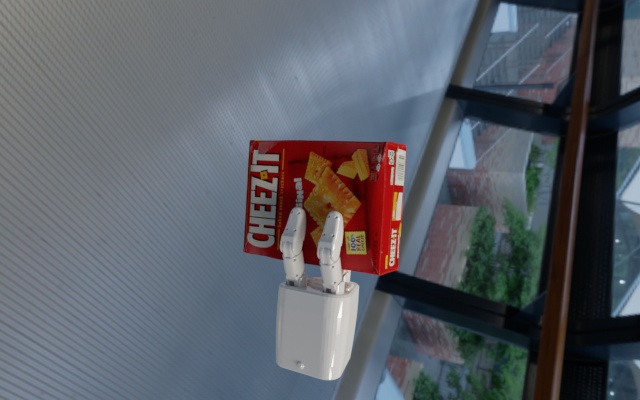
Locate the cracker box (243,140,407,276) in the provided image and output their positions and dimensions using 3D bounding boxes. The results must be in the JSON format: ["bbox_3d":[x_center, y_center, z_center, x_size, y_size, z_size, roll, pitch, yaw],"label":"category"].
[{"bbox_3d":[0.000,0.002,0.642,0.213,0.164,0.072,5,2,30],"label":"cracker box"}]
